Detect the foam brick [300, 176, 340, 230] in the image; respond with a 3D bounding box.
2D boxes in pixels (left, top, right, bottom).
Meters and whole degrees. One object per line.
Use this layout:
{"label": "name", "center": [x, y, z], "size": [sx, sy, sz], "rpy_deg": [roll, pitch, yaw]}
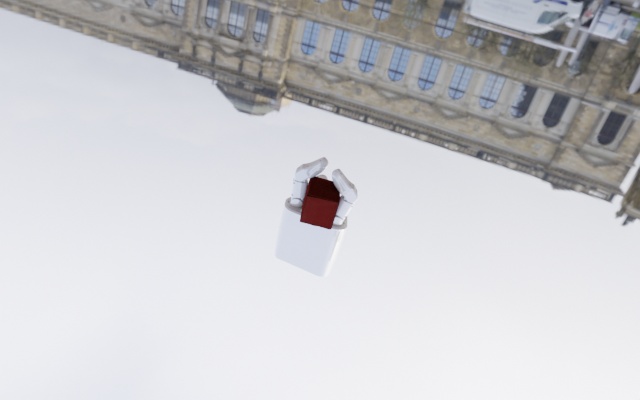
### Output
{"label": "foam brick", "center": [0.000, 0.003, 0.767], "size": [0.053, 0.051, 0.078], "rpy_deg": [15, 26, -4]}
